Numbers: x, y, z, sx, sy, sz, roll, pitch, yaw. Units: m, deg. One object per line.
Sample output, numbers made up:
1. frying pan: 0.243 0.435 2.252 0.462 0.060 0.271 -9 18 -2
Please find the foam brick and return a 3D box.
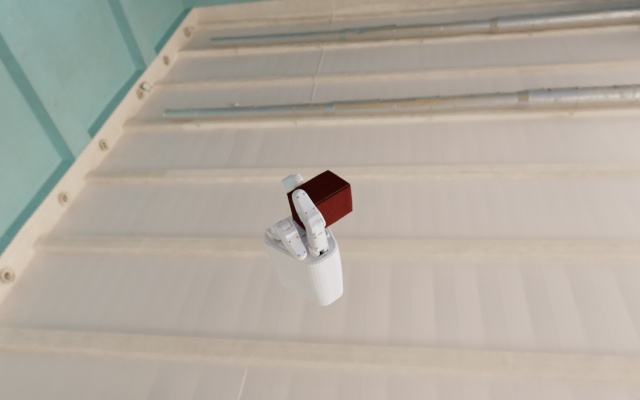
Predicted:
1. foam brick: 0.000 0.002 0.684 0.078 0.051 0.053 -31 44 -21
